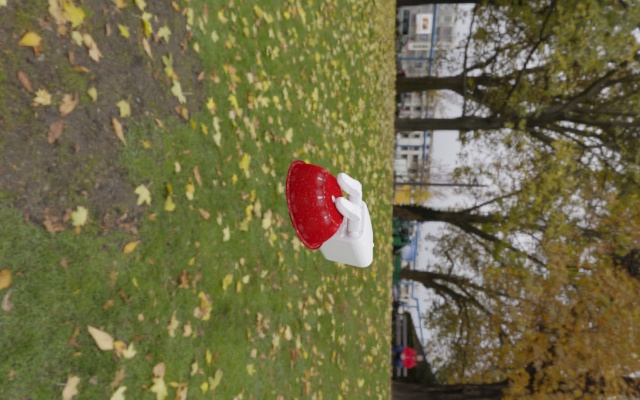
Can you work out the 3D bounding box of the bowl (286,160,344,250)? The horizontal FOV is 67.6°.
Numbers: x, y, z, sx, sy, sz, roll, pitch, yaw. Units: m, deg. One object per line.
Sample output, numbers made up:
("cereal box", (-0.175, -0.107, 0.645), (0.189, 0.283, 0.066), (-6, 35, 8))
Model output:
("bowl", (0.000, 0.002, 0.831), (0.055, 0.162, 0.162), (-12, -5, 22))
